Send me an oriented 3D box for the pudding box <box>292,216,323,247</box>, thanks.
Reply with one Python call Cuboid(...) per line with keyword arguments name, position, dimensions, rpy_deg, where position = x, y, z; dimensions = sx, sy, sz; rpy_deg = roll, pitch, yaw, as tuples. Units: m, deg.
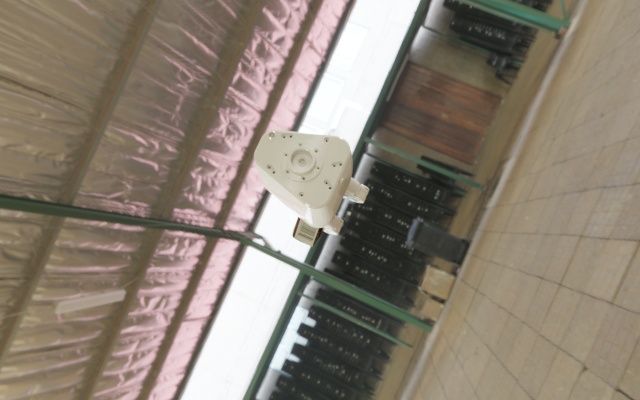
Cuboid(name="pudding box", position=(0.000, 0.002, 0.725), dimensions=(0.039, 0.113, 0.090), rpy_deg=(24, 17, 7))
